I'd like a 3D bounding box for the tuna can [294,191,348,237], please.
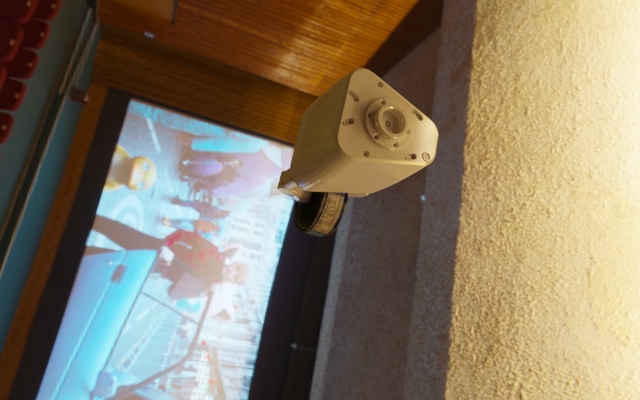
[{"bbox_3d":[0.001,0.002,0.598,0.034,0.086,0.086,17,-7,-23],"label":"tuna can"}]
